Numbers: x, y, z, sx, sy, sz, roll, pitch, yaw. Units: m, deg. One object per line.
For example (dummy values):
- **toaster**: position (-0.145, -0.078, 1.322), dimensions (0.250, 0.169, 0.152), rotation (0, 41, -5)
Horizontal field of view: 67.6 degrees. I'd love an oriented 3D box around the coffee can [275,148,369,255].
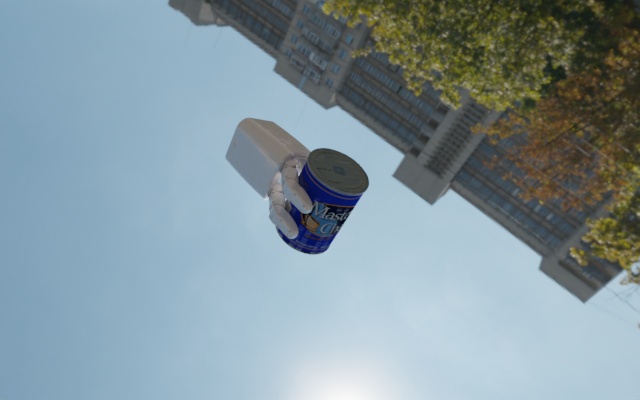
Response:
- **coffee can**: position (0.000, 0.002, 0.761), dimensions (0.103, 0.140, 0.102), rotation (19, 36, -15)
